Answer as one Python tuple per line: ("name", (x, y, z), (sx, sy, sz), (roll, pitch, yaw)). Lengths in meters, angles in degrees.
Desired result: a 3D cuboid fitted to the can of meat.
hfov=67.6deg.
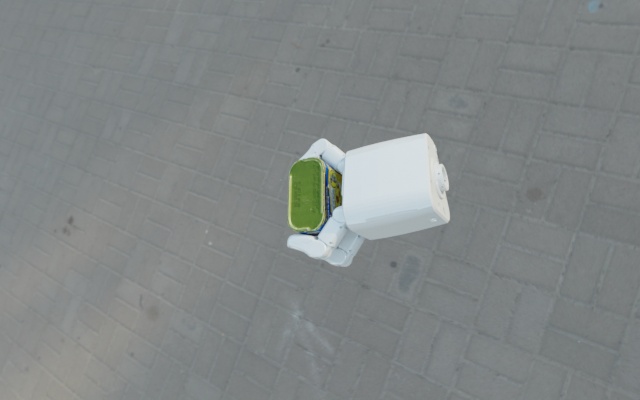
("can of meat", (0.000, 0.002, 0.627), (0.057, 0.102, 0.084), (-8, -18, 26))
